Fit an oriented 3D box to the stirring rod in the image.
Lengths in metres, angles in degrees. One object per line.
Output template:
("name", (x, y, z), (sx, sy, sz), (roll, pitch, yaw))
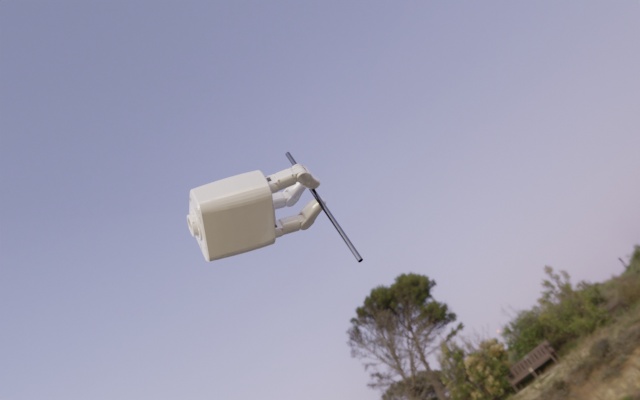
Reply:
("stirring rod", (0.000, 0.002, 0.728), (0.011, 0.011, 0.239), (0, 42, -38))
